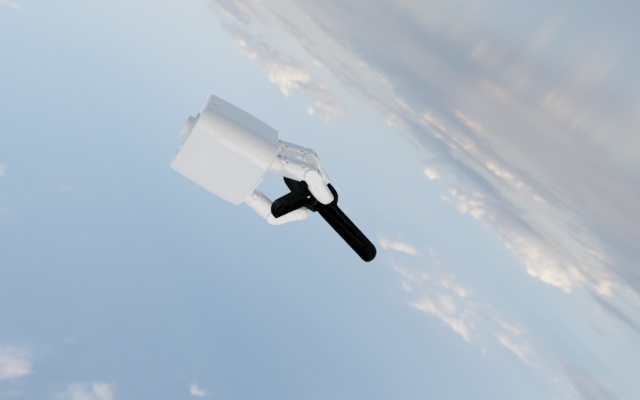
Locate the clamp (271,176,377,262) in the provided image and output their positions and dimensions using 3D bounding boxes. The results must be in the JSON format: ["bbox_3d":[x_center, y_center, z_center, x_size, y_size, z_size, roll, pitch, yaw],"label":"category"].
[{"bbox_3d":[-0.001,0.003,0.694,0.164,0.036,0.210,31,20,-19],"label":"clamp"}]
